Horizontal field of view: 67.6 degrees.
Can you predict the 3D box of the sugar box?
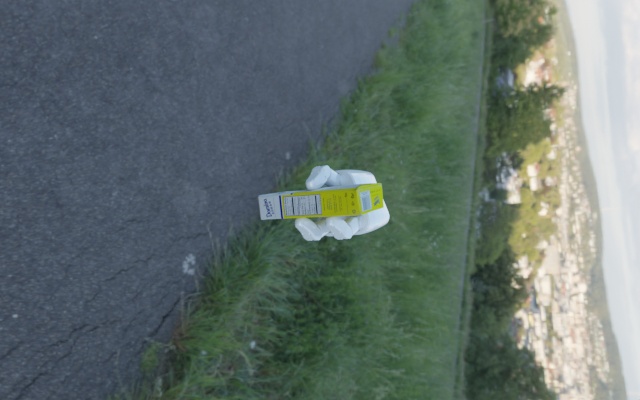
[{"bbox_3d":[0.000,0.003,0.751,0.176,0.048,0.093,-7,2,29],"label":"sugar box"}]
